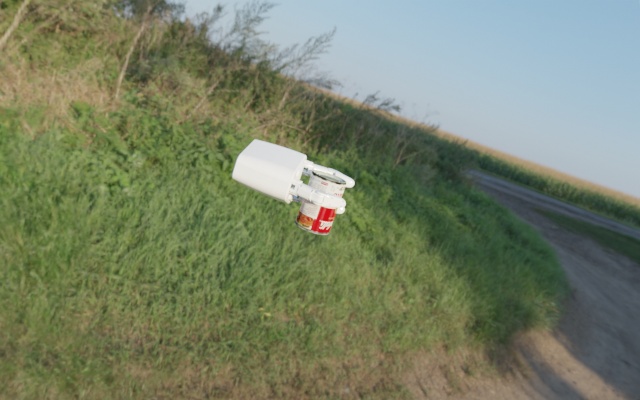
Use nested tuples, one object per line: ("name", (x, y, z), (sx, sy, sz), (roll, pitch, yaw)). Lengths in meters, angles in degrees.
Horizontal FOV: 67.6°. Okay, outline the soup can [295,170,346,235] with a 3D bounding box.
("soup can", (0.001, 0.003, 0.874), (0.068, 0.102, 0.068), (18, 13, -4))
